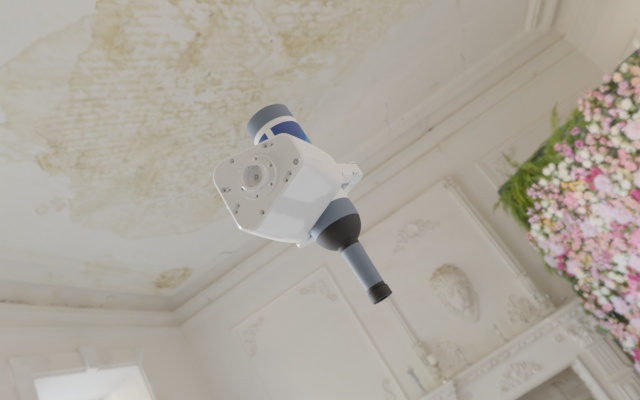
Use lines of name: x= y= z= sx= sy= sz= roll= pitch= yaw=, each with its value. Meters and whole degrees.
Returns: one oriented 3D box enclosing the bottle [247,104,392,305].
bottle: x=0.000 y=0.002 z=0.622 sx=0.069 sy=0.295 sz=0.069 roll=-28 pitch=-21 yaw=-12
